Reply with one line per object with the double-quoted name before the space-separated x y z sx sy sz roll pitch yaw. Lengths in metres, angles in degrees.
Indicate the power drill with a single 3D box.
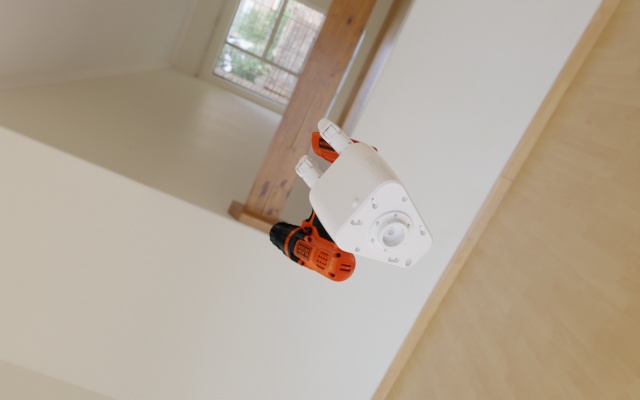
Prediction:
"power drill" 0.000 0.002 0.667 0.057 0.187 0.184 11 5 -38
